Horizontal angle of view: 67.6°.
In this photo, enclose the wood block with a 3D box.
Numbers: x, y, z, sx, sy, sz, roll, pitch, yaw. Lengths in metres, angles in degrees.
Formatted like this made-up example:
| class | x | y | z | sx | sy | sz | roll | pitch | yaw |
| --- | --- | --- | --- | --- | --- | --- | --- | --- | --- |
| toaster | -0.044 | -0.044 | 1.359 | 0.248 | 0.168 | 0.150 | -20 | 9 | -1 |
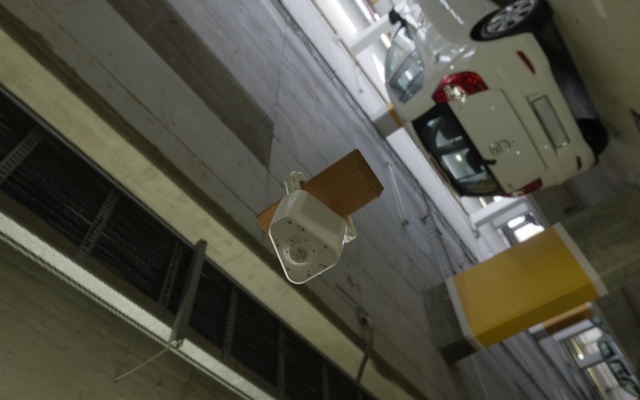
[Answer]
| class | x | y | z | sx | sy | sz | roll | pitch | yaw |
| --- | --- | --- | --- | --- | --- | --- | --- | --- | --- |
| wood block | 0.000 | 0.003 | 0.859 | 0.206 | 0.091 | 0.090 | -32 | 3 | 19 |
